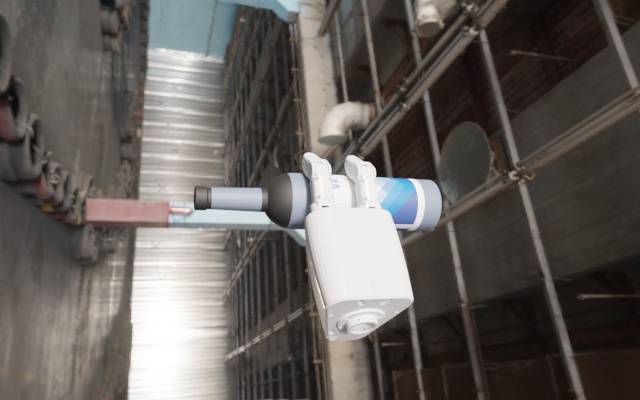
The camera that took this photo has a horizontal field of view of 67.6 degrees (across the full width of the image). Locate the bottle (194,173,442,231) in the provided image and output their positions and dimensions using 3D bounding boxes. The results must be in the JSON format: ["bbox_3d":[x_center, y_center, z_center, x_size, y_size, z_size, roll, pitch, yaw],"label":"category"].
[{"bbox_3d":[0.000,0.002,0.575,0.296,0.069,0.069,2,-1,-18],"label":"bottle"}]
